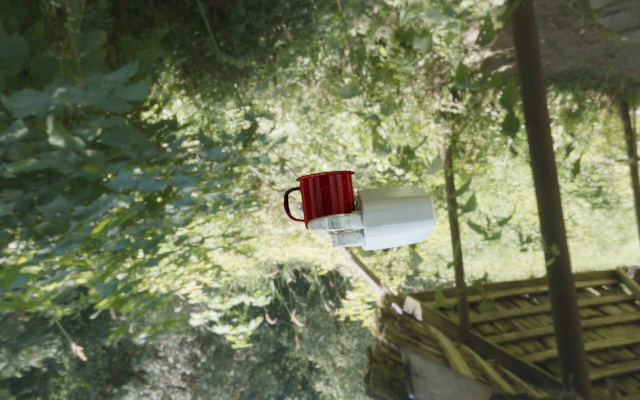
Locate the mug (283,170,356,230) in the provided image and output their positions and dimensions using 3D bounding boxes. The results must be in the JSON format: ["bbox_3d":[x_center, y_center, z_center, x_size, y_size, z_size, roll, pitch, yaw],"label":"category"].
[{"bbox_3d":[-0.001,0.003,0.742,0.117,0.081,0.093,-7,-4,2],"label":"mug"}]
